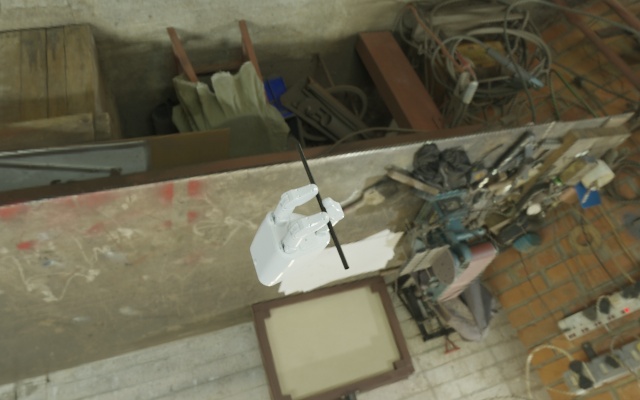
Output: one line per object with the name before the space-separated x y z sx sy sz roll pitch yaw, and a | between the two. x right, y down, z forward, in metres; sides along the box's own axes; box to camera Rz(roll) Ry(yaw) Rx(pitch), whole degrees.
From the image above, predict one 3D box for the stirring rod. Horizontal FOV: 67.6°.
stirring rod | 0.000 0.002 0.760 0.011 0.239 0.011 -16 -29 -10
